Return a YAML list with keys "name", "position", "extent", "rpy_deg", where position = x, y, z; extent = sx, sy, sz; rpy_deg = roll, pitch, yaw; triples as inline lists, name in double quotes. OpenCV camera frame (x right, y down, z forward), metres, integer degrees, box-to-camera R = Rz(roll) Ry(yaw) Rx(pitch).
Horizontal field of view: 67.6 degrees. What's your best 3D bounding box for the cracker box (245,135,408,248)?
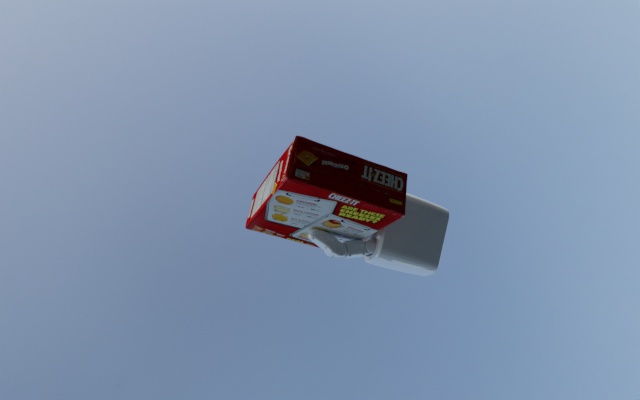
- name: "cracker box"
  position: [0.000, 0.002, 0.687]
  extent: [0.164, 0.072, 0.214]
  rpy_deg: [17, -25, -16]
